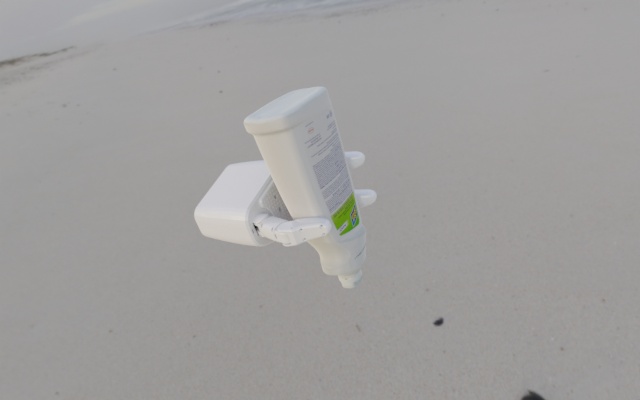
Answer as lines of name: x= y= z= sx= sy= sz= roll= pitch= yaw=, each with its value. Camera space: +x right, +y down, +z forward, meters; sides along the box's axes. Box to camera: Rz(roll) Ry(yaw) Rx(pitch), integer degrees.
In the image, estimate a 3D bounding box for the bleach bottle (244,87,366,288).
bleach bottle: x=0.000 y=0.002 z=0.564 sx=0.068 sy=0.251 sz=0.102 roll=3 pitch=32 yaw=38
